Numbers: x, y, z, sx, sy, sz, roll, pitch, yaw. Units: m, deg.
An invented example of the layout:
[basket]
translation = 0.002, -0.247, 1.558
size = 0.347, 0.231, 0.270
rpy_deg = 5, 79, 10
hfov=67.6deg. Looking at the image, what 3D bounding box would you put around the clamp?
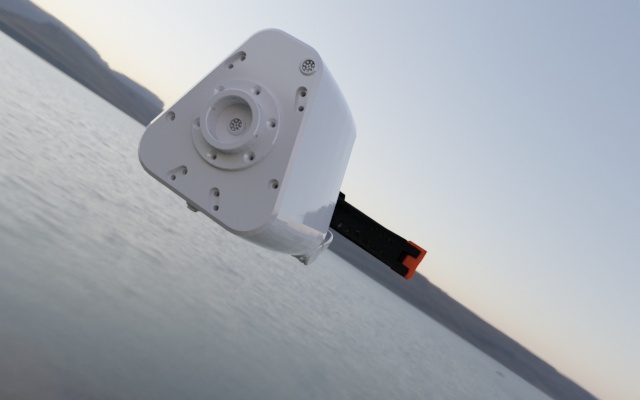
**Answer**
[clamp]
translation = 0.001, 0.001, 0.438
size = 0.210, 0.036, 0.164
rpy_deg = 33, 0, 15
